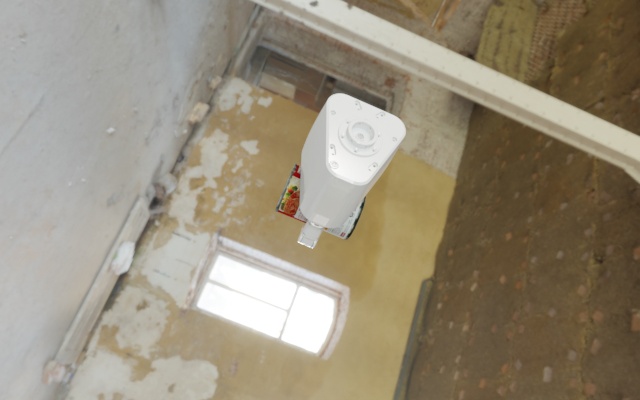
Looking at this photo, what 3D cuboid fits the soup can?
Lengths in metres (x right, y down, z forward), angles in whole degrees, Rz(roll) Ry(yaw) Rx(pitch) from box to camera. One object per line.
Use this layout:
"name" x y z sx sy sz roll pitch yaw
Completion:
"soup can" 0.000 0.002 0.625 0.102 0.068 0.068 23 -2 -4
